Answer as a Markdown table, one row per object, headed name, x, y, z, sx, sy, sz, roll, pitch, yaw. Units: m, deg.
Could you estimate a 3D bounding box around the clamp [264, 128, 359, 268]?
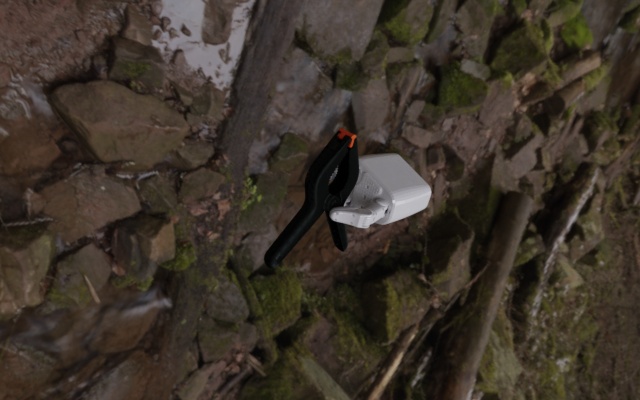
| name | x | y | z | sx | sy | sz | roll | pitch | yaw |
| --- | --- | --- | --- | --- | --- | --- | --- | --- | --- |
| clamp | 0.001 | 0.002 | 0.673 | 0.164 | 0.210 | 0.036 | -15 | 38 | -43 |
